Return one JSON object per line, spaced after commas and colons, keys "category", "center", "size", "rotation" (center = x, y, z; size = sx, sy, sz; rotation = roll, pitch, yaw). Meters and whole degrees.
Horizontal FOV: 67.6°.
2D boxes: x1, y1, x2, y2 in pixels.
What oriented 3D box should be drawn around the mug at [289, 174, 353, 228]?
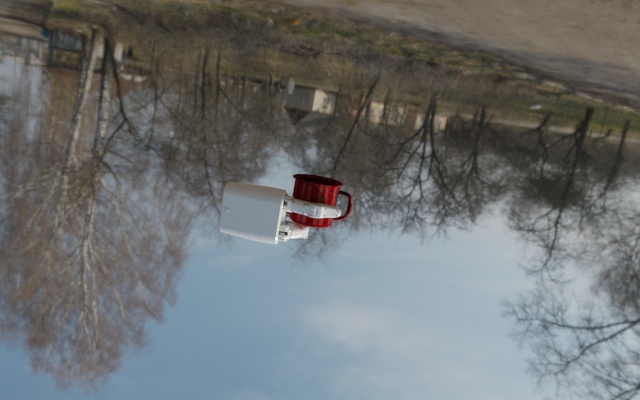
{"category": "mug", "center": [0.002, 0.003, 0.875], "size": [0.117, 0.081, 0.093], "rotation": [11, 12, 3]}
